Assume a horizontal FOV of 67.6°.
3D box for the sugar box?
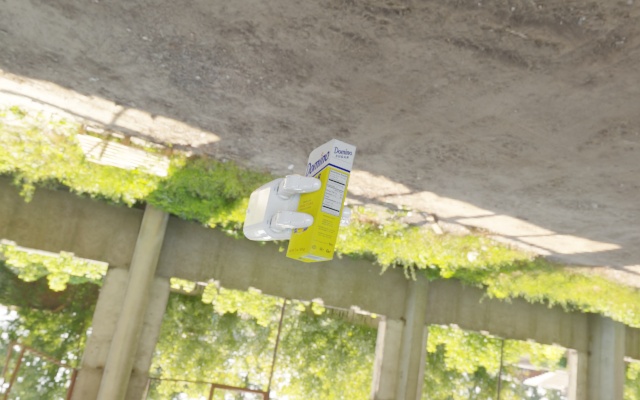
[{"bbox_3d":[0.000,0.002,0.722,0.048,0.176,0.093,16,-15,-22],"label":"sugar box"}]
